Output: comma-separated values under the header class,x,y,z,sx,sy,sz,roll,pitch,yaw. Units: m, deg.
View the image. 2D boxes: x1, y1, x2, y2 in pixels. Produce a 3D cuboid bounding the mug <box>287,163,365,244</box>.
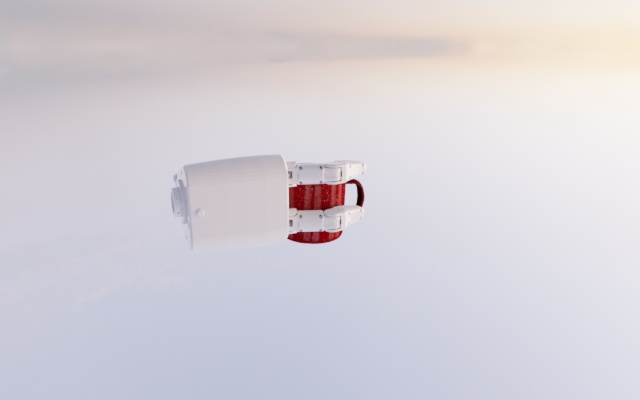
class,x,y,z,sx,sy,sz,roll,pitch,yaw
mug,0.001,0.002,0.597,0.117,0.081,0.093,-5,18,-22
